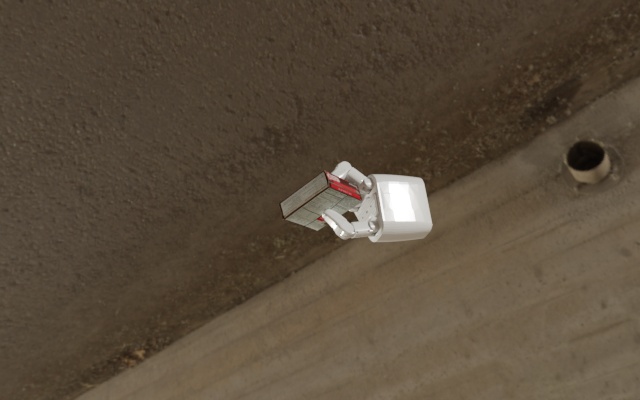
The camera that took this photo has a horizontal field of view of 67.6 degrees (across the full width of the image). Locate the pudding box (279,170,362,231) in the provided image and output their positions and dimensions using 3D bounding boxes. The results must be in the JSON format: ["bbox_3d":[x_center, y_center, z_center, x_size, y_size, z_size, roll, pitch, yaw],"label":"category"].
[{"bbox_3d":[0.000,0.003,0.815,0.113,0.039,0.090,-36,-38,28],"label":"pudding box"}]
